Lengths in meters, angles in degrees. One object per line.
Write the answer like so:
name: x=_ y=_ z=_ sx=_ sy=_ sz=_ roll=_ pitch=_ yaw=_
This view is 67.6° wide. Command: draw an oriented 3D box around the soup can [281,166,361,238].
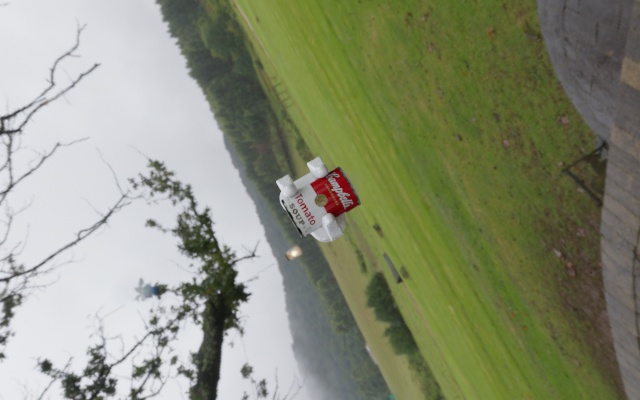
soup can: x=0.000 y=0.003 z=0.718 sx=0.102 sy=0.068 sz=0.068 roll=-30 pitch=2 yaw=-3
